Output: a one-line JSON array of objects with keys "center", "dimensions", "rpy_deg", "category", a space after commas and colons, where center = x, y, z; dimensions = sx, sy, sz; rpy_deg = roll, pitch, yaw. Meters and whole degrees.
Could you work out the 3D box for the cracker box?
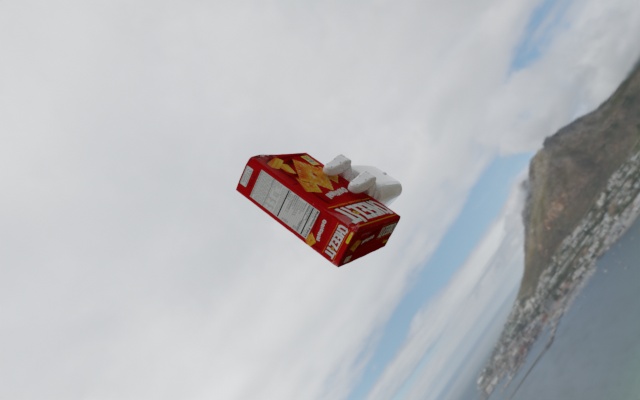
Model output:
[{"center": [0.000, 0.003, 0.762], "dimensions": [0.213, 0.072, 0.164], "rpy_deg": [35, 23, 23], "category": "cracker box"}]
